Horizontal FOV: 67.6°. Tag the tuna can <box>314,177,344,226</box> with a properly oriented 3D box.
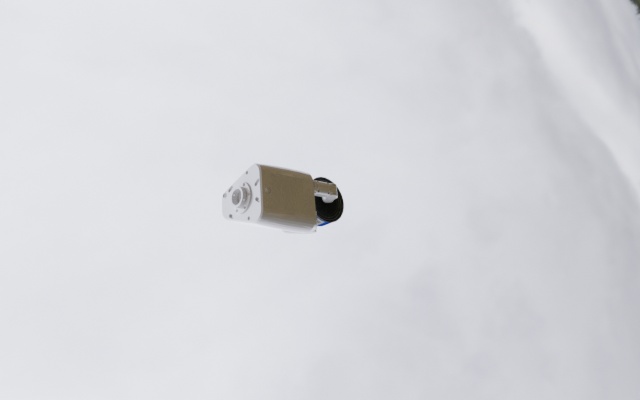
[{"bbox_3d":[0.000,0.003,0.863,0.086,0.086,0.034,0,-18,-43],"label":"tuna can"}]
